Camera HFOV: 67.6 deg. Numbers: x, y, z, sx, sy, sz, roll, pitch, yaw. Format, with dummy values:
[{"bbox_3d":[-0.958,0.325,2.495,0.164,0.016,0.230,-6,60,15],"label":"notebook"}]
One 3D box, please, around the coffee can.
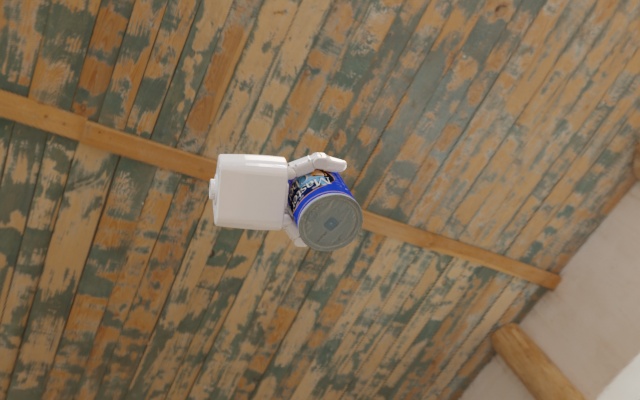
[{"bbox_3d":[0.000,0.003,0.786,0.103,0.103,0.140,0,29,-16],"label":"coffee can"}]
